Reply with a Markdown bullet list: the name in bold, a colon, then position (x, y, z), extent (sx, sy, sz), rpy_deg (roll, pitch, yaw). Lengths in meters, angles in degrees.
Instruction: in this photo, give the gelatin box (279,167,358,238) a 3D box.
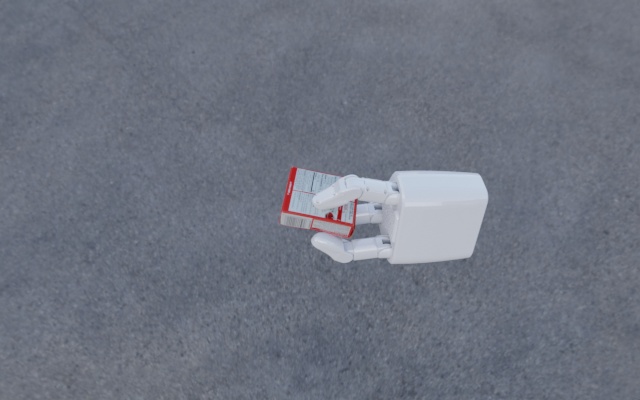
- **gelatin box**: position (0.000, 0.002, 0.580), extent (0.089, 0.073, 0.030), rpy_deg (11, -39, -3)
